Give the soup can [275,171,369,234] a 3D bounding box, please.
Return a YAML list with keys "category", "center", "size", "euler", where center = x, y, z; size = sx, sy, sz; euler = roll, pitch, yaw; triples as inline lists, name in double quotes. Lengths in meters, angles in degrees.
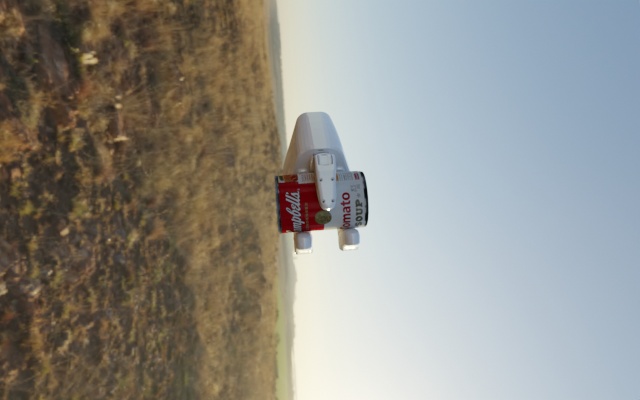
- category: "soup can"
  center: [0.000, 0.002, 0.553]
  size: [0.102, 0.068, 0.068]
  euler: [-4, 0, -4]
